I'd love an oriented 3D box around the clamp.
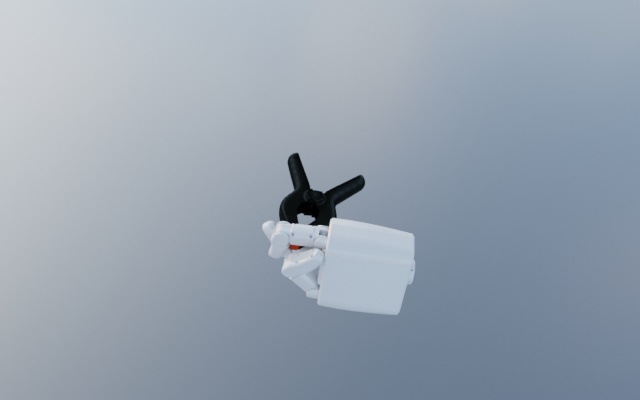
[{"bbox_3d":[0.000,0.002,0.669,0.120,0.171,0.039,9,-43,2],"label":"clamp"}]
